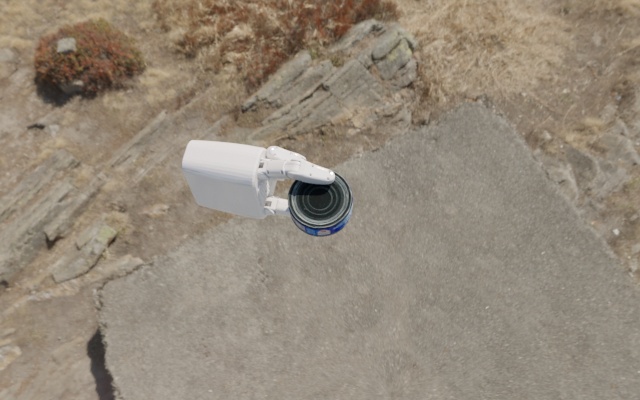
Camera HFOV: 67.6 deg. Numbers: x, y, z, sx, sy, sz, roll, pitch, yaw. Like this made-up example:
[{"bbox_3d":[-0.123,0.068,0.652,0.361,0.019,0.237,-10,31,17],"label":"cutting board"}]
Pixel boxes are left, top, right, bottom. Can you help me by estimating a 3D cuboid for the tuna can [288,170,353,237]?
[{"bbox_3d":[0.000,0.002,0.625,0.086,0.086,0.034,0,-21,3],"label":"tuna can"}]
